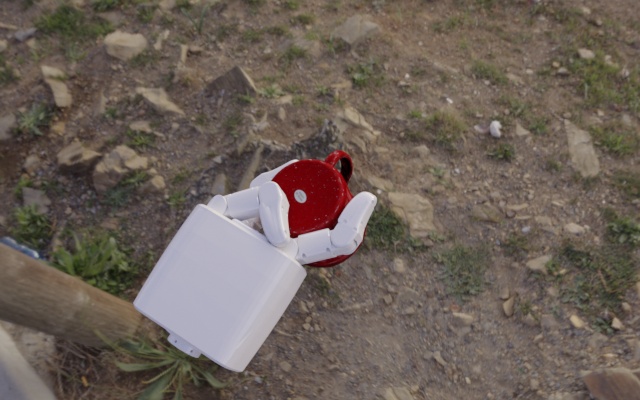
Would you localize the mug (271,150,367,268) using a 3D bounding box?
[{"bbox_3d":[0.001,0.000,0.483,0.093,0.117,0.081,25,-16,25],"label":"mug"}]
